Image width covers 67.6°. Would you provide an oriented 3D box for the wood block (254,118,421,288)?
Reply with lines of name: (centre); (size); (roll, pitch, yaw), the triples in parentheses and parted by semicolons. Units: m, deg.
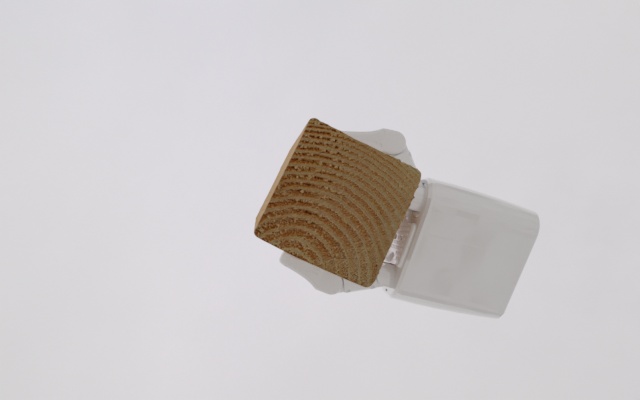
wood block: (0.000, 0.002, 0.421); (0.090, 0.091, 0.206); (26, -3, -7)
